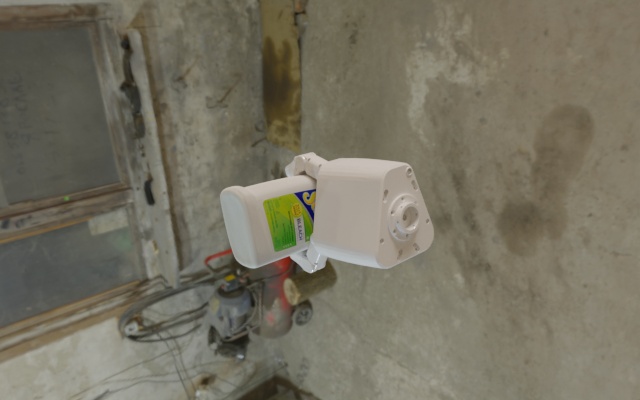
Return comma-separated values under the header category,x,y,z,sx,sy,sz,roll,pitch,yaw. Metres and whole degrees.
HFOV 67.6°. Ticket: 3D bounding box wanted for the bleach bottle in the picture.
category,x,y,z,sx,sy,sz,roll,pitch,yaw
bleach bottle,0.000,0.002,0.629,0.251,0.102,0.068,-19,16,-34
